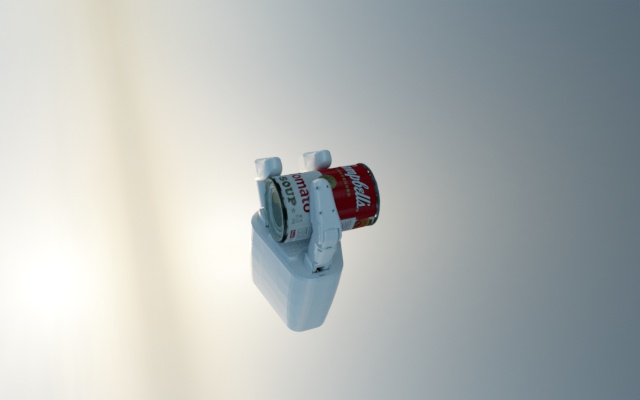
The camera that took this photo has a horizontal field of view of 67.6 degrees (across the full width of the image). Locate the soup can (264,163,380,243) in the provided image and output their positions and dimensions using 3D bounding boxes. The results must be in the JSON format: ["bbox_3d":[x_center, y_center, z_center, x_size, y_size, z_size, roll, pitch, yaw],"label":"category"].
[{"bbox_3d":[0.000,0.001,0.487,0.102,0.068,0.068,-10,3,-20],"label":"soup can"}]
